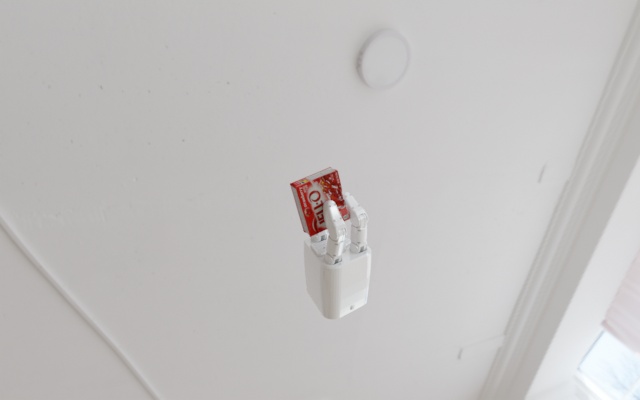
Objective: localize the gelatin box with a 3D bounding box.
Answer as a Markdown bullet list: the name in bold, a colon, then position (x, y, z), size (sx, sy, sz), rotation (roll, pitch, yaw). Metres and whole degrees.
- **gelatin box**: position (0.000, 0.002, 0.743), size (0.073, 0.089, 0.030), rotation (-23, 25, -18)
